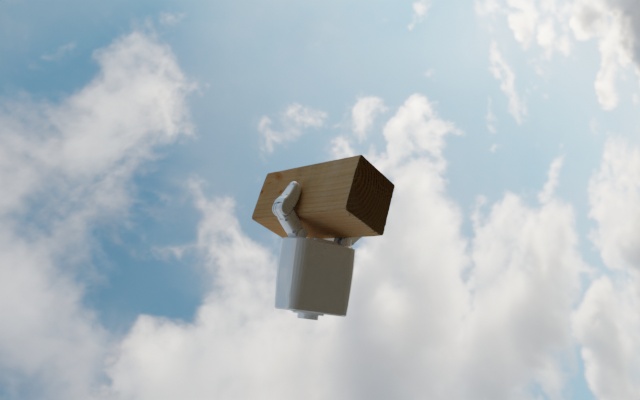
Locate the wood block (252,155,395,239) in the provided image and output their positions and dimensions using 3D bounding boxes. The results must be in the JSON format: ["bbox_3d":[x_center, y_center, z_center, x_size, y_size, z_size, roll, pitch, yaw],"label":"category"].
[{"bbox_3d":[0.000,0.003,0.749,0.206,0.090,0.091,-7,-33,44],"label":"wood block"}]
